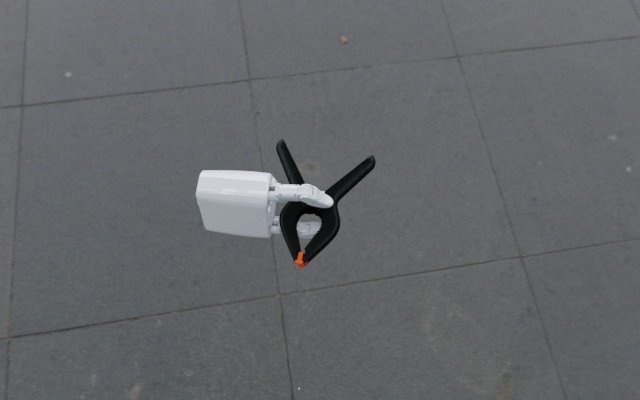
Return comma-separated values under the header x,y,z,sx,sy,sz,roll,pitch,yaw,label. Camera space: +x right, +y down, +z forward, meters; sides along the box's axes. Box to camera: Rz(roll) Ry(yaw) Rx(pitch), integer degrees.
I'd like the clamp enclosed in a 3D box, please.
x,y,z,sx,sy,sz,roll,pitch,yaw,label
0.000,0.003,0.750,0.164,0.210,0.036,4,-22,5,clamp
